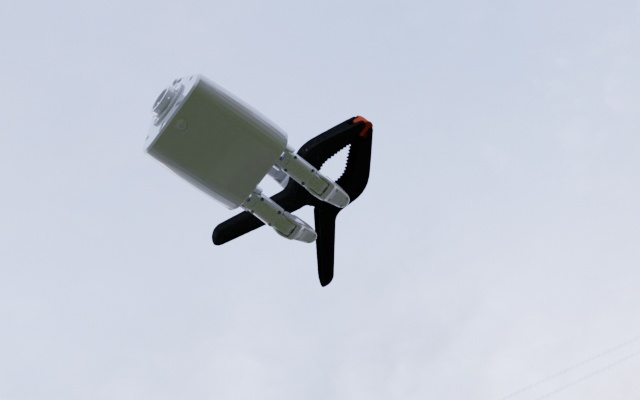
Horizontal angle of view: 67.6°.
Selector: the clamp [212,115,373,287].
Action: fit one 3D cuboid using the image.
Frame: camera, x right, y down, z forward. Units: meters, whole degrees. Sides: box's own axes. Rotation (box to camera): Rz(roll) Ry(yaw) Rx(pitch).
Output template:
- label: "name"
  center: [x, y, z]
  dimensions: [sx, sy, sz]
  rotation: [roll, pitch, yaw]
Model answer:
- label: "clamp"
  center: [0.000, 0.001, 0.549]
  dimensions: [0.165, 0.210, 0.036]
  rotation: [34, 9, -32]
